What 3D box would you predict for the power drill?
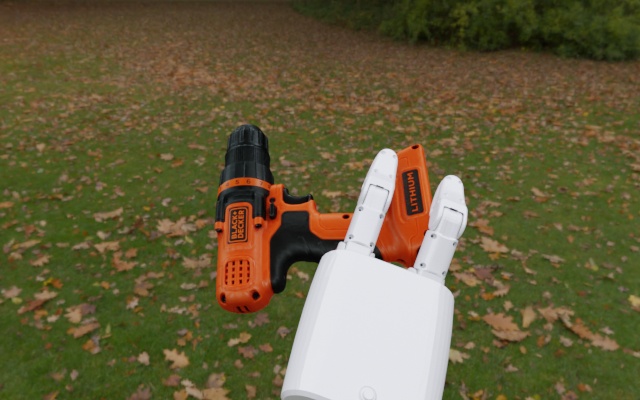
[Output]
[{"bbox_3d":[0.001,0.002,0.421,0.187,0.184,0.057,-7,-28,8],"label":"power drill"}]
